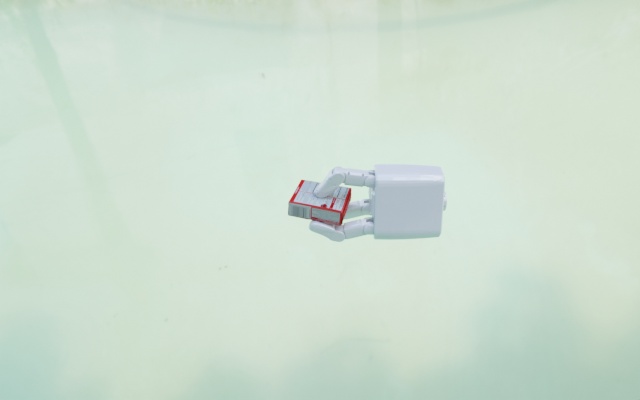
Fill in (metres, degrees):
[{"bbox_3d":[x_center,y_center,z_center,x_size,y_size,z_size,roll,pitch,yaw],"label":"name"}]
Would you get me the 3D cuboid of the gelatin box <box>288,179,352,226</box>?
[{"bbox_3d":[0.000,0.002,0.766,0.089,0.030,0.073,11,35,9],"label":"gelatin box"}]
